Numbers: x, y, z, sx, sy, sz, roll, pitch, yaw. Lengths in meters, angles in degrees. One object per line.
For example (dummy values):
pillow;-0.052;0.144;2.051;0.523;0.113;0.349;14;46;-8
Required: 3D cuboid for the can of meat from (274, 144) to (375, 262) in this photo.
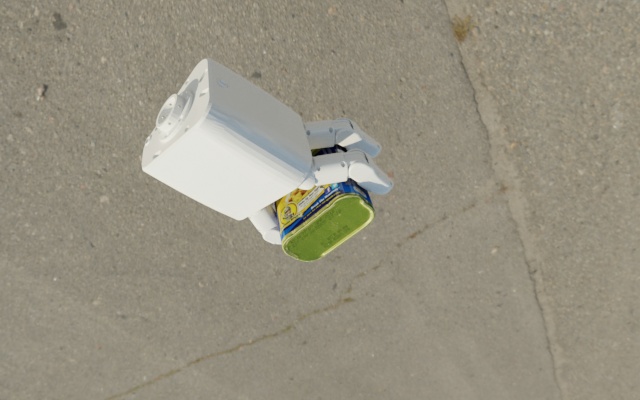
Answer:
can of meat;0.000;0.002;0.484;0.102;0.084;0.057;-38;-49;22
